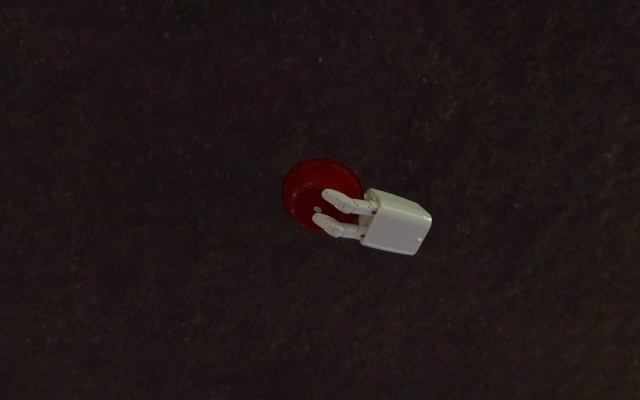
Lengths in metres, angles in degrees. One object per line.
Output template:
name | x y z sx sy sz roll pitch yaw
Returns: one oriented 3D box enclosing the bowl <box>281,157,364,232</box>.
bowl | -0.001 0.003 0.896 0.162 0.162 0.055 0 29 9
